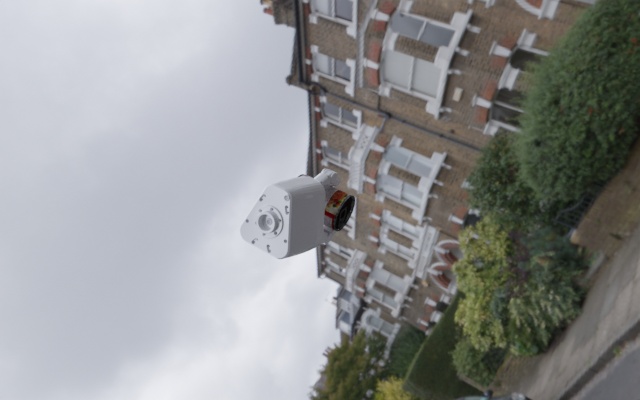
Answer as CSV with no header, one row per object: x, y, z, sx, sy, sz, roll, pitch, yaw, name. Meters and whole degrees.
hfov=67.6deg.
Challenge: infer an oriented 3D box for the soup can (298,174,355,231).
0.000,0.002,0.838,0.102,0.068,0.068,25,10,22,soup can
